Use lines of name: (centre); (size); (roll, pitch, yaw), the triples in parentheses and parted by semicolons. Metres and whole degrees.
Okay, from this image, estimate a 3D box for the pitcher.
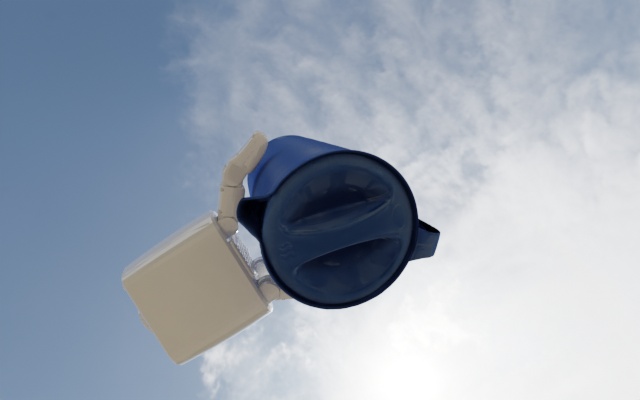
pitcher: (0.000, 0.002, 0.490); (0.145, 0.149, 0.242); (-34, 19, -4)
